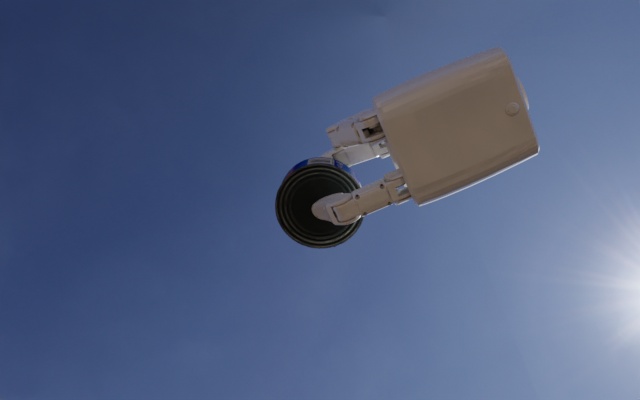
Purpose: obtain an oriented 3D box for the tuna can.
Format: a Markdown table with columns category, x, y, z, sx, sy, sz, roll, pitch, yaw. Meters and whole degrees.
| category | x | y | z | sx | sy | sz | roll | pitch | yaw |
| --- | --- | --- | --- | --- | --- | --- | --- | --- | --- |
| tuna can | 0.000 | 0.001 | 0.468 | 0.086 | 0.086 | 0.033 | 0 | 19 | 2 |
